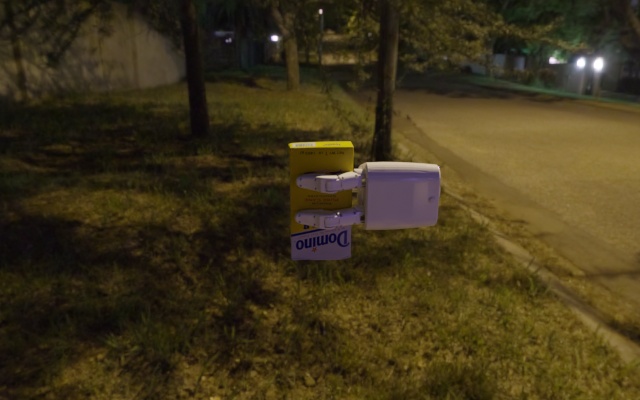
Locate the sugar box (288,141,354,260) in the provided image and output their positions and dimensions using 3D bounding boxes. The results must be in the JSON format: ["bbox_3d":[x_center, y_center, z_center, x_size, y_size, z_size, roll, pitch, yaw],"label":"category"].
[{"bbox_3d":[0.000,0.002,0.710,0.093,0.176,0.048,-1,18,-3],"label":"sugar box"}]
